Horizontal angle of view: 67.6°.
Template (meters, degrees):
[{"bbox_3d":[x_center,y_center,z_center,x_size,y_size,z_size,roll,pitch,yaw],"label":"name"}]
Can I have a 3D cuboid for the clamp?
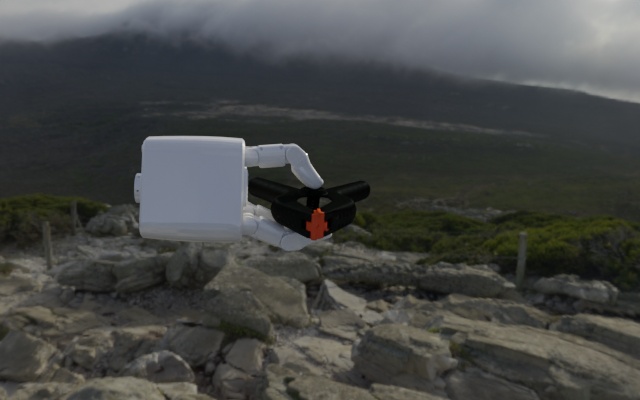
[{"bbox_3d":[0.000,0.001,0.565,0.164,0.036,0.210,-1,13,-10],"label":"clamp"}]
